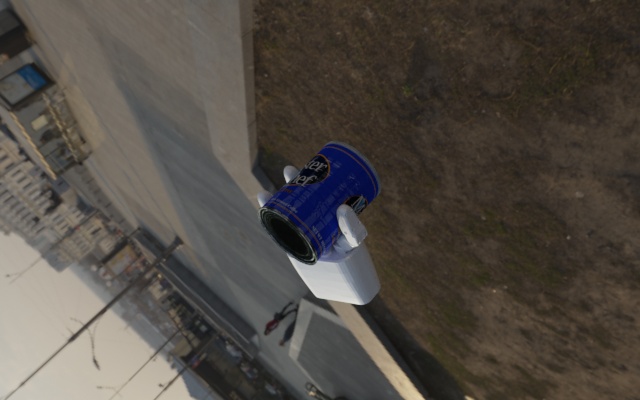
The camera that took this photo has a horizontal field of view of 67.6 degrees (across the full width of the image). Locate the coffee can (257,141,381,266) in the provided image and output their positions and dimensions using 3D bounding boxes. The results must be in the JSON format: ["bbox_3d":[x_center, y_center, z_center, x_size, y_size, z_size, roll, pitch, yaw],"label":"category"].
[{"bbox_3d":[0.000,0.002,0.644,0.140,0.103,0.103,-46,23,-24],"label":"coffee can"}]
